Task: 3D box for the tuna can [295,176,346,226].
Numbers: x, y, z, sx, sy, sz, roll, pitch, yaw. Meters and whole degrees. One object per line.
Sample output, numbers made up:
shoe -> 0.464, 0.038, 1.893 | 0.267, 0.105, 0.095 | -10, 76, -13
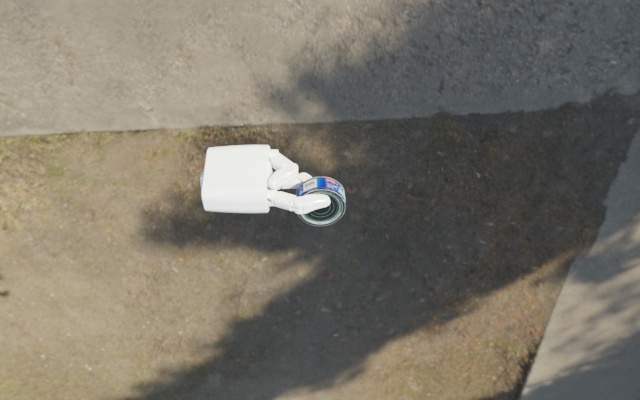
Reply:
tuna can -> 0.000, 0.003, 0.807 | 0.086, 0.086, 0.033 | 0, 40, -4
